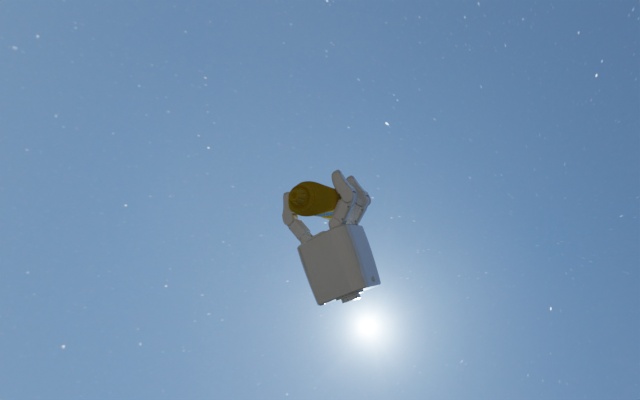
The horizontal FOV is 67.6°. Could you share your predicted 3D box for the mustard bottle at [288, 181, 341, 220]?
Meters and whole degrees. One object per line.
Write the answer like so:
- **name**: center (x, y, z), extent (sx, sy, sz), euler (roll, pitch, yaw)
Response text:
- **mustard bottle**: center (0.000, 0.002, 0.815), extent (0.096, 0.058, 0.191), euler (1, -5, 26)
